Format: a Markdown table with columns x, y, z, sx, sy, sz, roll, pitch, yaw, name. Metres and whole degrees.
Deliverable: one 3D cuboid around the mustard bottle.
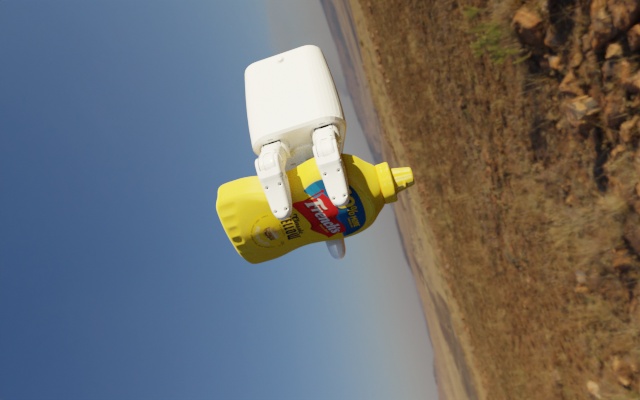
| x | y | z | sx | sy | sz | roll | pitch | yaw | name |
| --- | --- | --- | --- | --- | --- | --- | --- | --- | --- |
| 0.000 | 0.002 | 0.486 | 0.191 | 0.096 | 0.058 | -16 | 37 | 7 | mustard bottle |
